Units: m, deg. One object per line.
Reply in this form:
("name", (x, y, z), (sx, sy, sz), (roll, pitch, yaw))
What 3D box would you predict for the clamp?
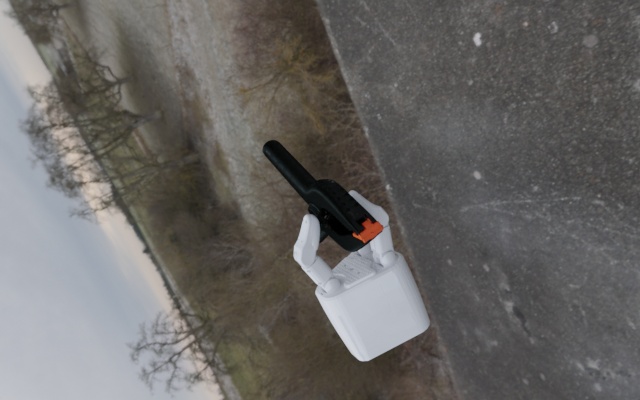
("clamp", (0.000, 0.003, 0.574), (0.036, 0.165, 0.210), (-35, 20, -16))
